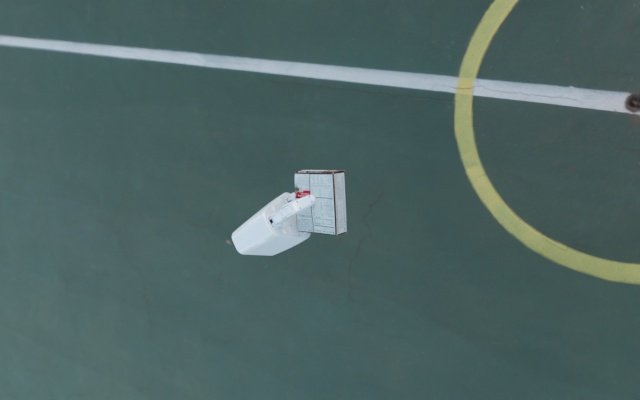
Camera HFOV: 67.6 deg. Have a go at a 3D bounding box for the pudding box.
[{"bbox_3d":[0.000,0.003,0.846,0.090,0.113,0.039,3,12,36],"label":"pudding box"}]
